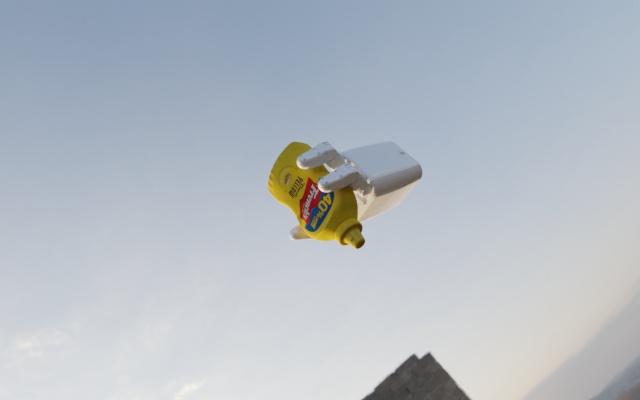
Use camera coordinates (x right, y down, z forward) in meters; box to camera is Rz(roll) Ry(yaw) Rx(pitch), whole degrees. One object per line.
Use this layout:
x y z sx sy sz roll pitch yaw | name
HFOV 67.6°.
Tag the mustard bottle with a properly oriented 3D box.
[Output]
0.000 0.002 0.695 0.058 0.096 0.191 5 33 -48 | mustard bottle
